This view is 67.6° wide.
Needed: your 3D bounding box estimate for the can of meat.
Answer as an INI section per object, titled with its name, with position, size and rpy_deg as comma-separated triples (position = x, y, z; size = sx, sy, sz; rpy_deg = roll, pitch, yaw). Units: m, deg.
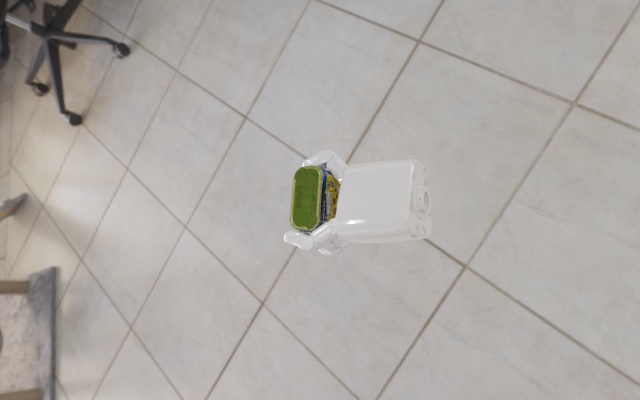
[can of meat]
position = 0.000, 0.002, 0.726
size = 0.057, 0.102, 0.084
rpy_deg = -2, -10, 32
